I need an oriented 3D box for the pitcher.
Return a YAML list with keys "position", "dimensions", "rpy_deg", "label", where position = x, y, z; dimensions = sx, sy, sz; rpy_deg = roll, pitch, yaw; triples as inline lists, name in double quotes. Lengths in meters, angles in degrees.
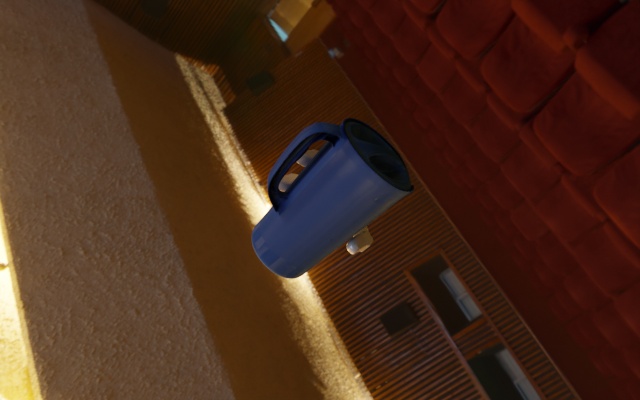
- position: [0.000, 0.002, 0.693]
  dimensions: [0.243, 0.149, 0.145]
  rpy_deg: [-44, -10, 27]
  label: "pitcher"
